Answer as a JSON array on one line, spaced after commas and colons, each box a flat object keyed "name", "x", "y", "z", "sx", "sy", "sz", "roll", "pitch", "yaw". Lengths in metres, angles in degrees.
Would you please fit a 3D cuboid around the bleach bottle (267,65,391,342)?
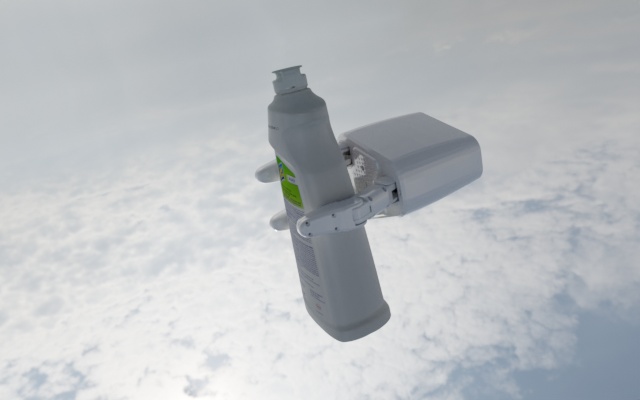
[{"name": "bleach bottle", "x": 0.000, "y": 0.002, "z": 0.453, "sx": 0.068, "sy": 0.251, "sz": 0.102, "roll": -21, "pitch": 20, "yaw": -22}]
